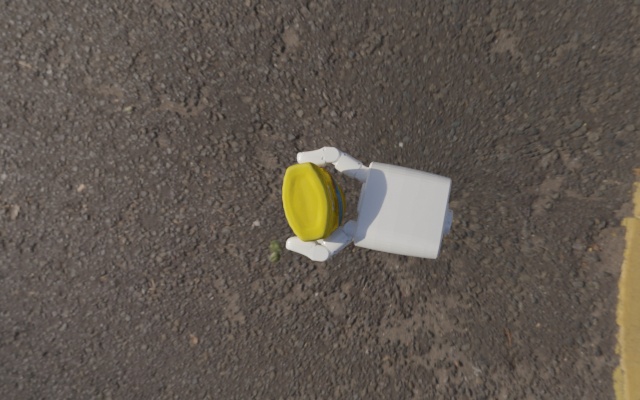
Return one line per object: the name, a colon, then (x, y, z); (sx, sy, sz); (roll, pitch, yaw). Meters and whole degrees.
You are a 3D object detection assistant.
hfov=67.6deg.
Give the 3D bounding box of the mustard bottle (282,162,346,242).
mustard bottle: (0.000, 0.002, 0.662); (0.058, 0.096, 0.191); (-14, -3, 11)
